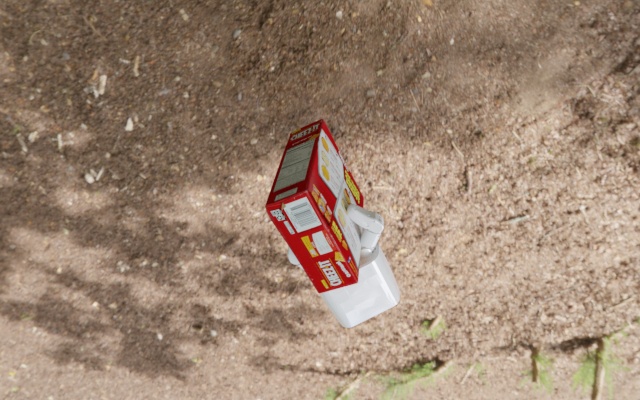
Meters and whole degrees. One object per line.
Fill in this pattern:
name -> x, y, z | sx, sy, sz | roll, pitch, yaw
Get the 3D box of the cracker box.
cracker box -> 0.000, 0.002, 0.709 | 0.072, 0.164, 0.213 | -19, 30, 18
